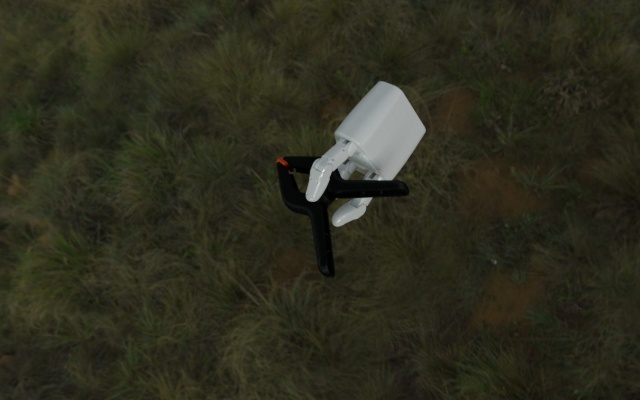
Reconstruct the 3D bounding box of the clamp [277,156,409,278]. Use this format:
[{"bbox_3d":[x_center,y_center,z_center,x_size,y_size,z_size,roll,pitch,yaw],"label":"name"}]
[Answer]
[{"bbox_3d":[0.000,0.001,0.687,0.210,0.164,0.036,31,-11,35],"label":"clamp"}]
